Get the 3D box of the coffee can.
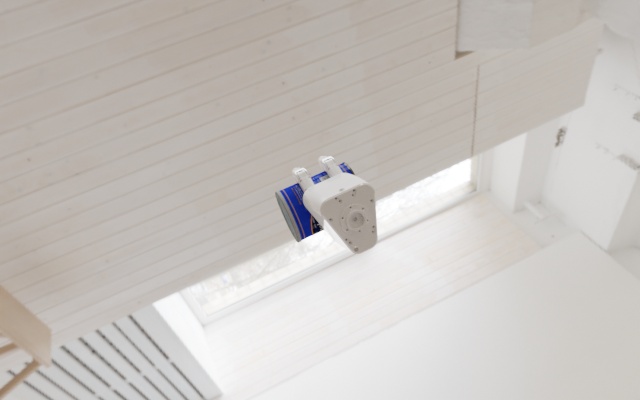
[{"bbox_3d":[0.000,0.003,0.887,0.140,0.103,0.103,-24,4,-10],"label":"coffee can"}]
